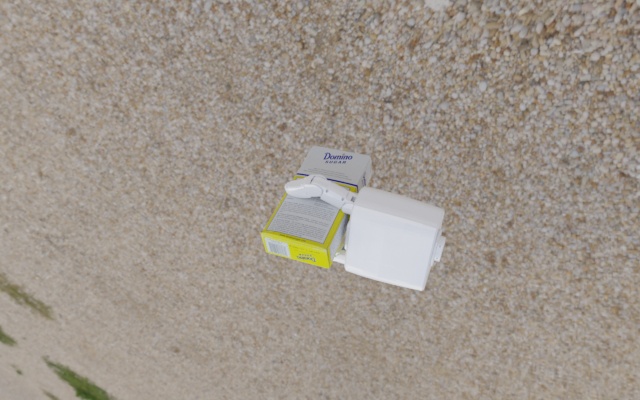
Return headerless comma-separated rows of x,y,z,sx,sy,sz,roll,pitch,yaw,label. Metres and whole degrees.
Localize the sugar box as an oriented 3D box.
0.000,0.003,0.646,0.093,0.048,0.176,13,48,19,sugar box
